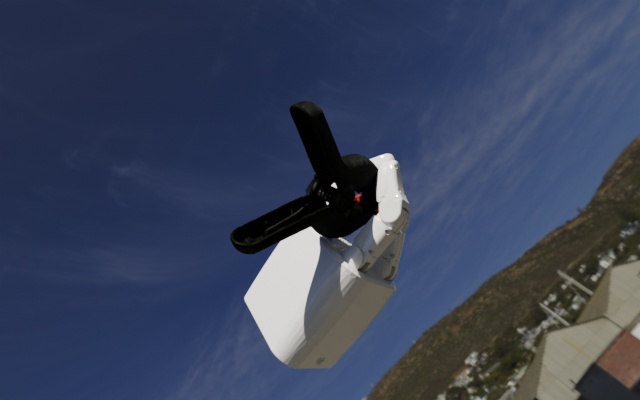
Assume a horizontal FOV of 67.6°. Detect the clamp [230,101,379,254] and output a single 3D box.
[{"bbox_3d":[0.000,0.001,0.401,0.039,0.120,0.171,41,7,35],"label":"clamp"}]
